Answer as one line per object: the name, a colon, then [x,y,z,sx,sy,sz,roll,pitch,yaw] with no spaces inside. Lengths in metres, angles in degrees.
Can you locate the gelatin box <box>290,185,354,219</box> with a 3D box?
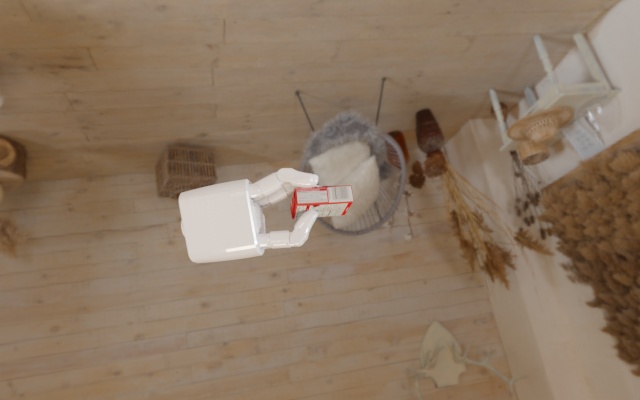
gelatin box: [0.001,0.003,0.733,0.089,0.030,0.073,-3,-17,-8]
